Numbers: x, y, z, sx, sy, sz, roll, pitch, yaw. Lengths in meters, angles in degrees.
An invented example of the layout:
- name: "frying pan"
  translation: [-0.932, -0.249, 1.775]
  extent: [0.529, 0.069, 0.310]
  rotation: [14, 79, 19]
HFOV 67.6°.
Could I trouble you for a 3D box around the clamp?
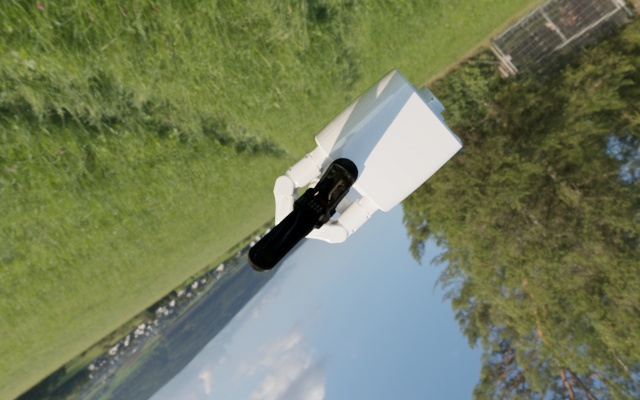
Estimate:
- name: "clamp"
  translation: [0.000, 0.002, 0.454]
  extent: [0.120, 0.039, 0.171]
  rotation: [-41, 1, 17]
